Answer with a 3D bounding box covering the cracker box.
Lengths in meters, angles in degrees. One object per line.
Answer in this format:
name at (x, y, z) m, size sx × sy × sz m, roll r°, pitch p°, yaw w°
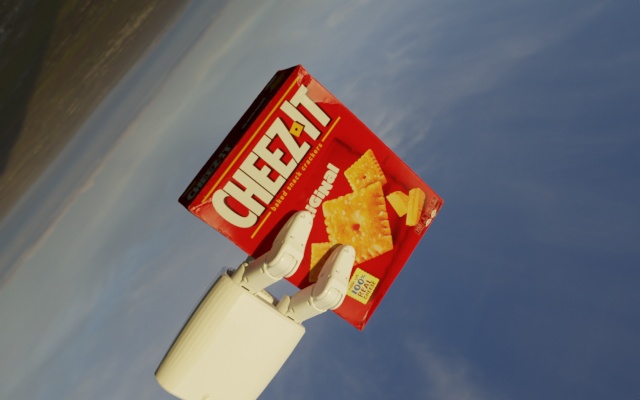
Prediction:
cracker box at (0.000, 0.002, 0.471) m, size 0.214 × 0.164 × 0.072 m, roll 39°, pitch -10°, yaw -24°
